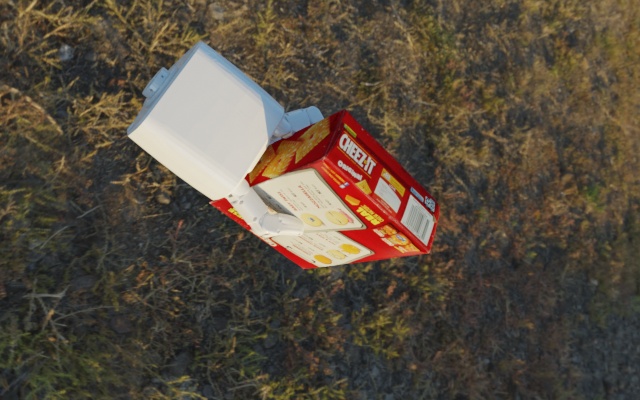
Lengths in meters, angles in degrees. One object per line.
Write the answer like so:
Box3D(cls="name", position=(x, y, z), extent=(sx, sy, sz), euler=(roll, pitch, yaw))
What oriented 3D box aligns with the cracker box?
Box3D(cls="cracker box", position=(0.000, 0.002, 0.544), extent=(0.164, 0.072, 0.214), euler=(39, -33, -27))
